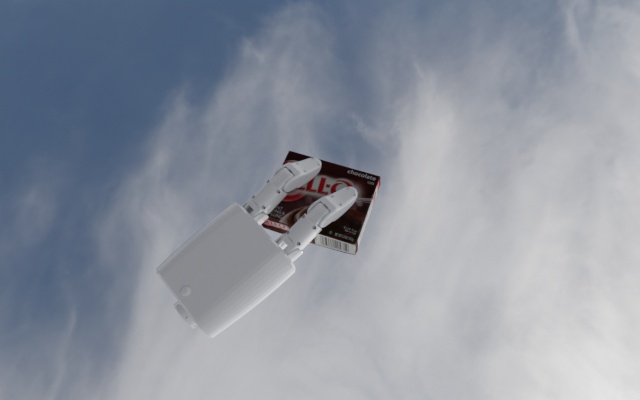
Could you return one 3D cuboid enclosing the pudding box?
[{"bbox_3d":[0.000,0.002,0.531,0.113,0.090,0.039,17,-27,9],"label":"pudding box"}]
